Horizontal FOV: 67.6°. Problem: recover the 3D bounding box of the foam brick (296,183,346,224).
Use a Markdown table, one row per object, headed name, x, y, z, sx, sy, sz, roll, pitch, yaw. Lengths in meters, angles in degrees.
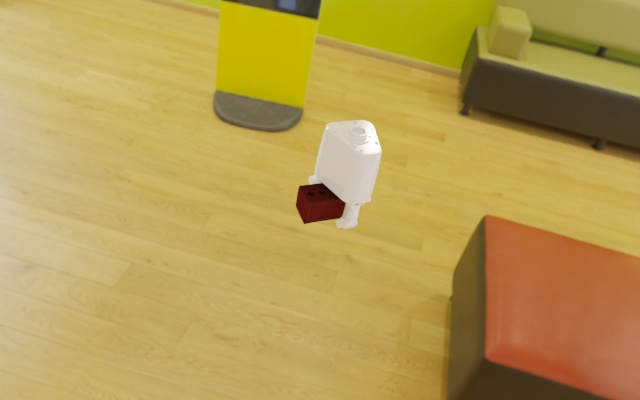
| name | x | y | z | sx | sy | sz | roll | pitch | yaw |
| --- | --- | --- | --- | --- | --- | --- | --- | --- | --- |
| foam brick | 0.000 | 0.003 | 0.878 | 0.078 | 0.051 | 0.053 | -8 | 44 | -23 |
